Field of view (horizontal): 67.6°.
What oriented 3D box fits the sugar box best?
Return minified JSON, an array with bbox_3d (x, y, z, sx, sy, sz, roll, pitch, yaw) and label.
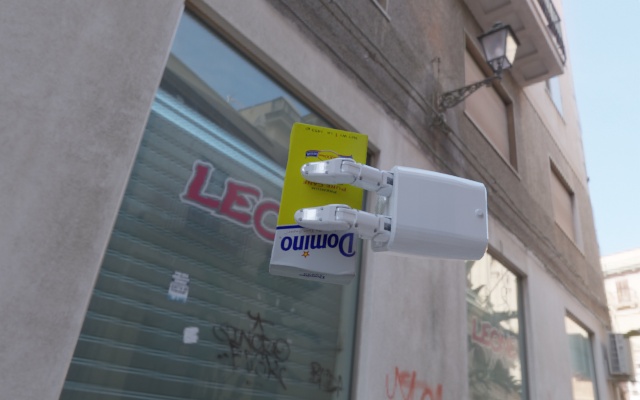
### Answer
[{"bbox_3d":[0.000,0.001,0.546,0.093,0.176,0.048,8,-25,-4],"label":"sugar box"}]
